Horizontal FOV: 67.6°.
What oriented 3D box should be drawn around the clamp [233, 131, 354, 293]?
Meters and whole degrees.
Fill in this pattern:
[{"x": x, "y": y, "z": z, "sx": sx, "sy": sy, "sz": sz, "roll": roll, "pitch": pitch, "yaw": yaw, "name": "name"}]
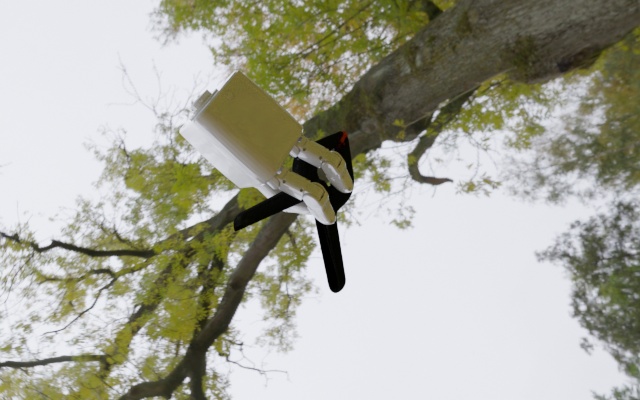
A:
[{"x": 0.000, "y": 0.002, "z": 0.613, "sx": 0.164, "sy": 0.210, "sz": 0.036, "roll": 43, "pitch": -35, "yaw": -22, "name": "clamp"}]
